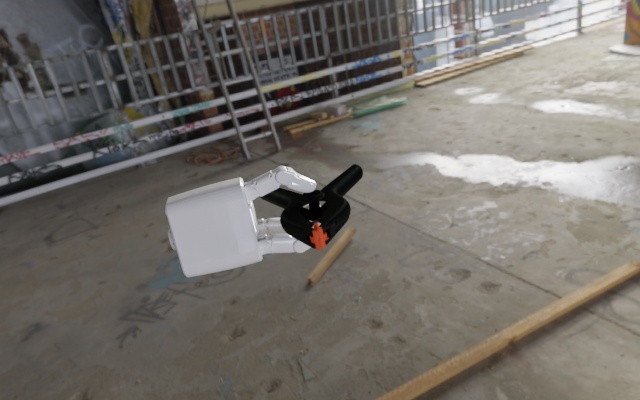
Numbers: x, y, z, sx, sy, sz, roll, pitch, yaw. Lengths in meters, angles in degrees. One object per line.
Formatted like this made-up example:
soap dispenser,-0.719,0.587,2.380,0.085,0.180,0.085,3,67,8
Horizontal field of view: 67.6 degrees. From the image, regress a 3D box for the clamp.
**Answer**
clamp,0.000,0.002,0.666,0.164,0.036,0.210,-16,24,-5
